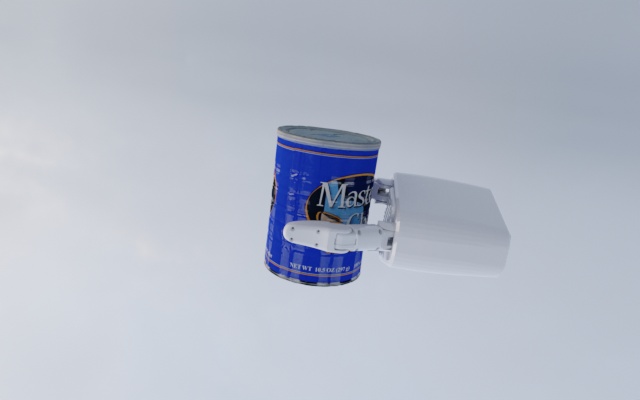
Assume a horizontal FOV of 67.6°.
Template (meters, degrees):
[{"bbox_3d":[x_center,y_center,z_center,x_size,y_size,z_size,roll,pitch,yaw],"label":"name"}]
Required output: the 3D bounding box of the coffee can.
[{"bbox_3d":[0.000,0.001,0.484,0.103,0.140,0.102,7,15,-2],"label":"coffee can"}]
